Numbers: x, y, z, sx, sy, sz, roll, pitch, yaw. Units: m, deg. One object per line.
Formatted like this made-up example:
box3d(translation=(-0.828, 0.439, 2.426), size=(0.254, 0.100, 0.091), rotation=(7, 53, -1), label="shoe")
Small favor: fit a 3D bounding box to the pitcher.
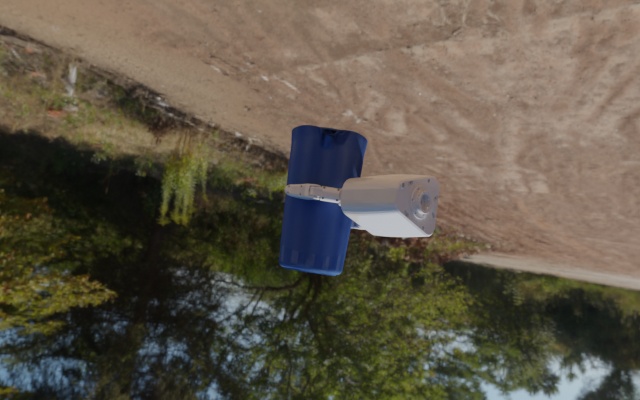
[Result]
box3d(translation=(0.000, 0.003, 0.826), size=(0.145, 0.243, 0.149), rotation=(1, -11, 45), label="pitcher")
